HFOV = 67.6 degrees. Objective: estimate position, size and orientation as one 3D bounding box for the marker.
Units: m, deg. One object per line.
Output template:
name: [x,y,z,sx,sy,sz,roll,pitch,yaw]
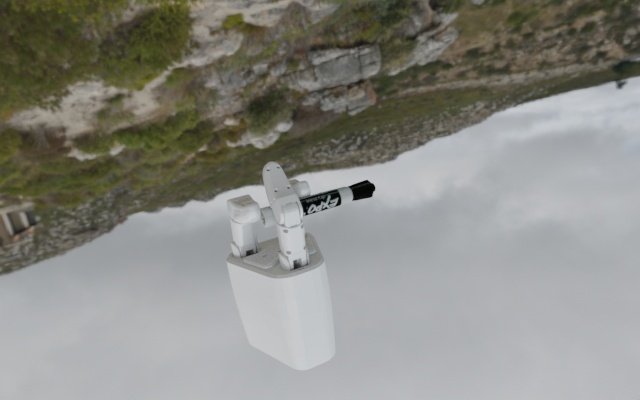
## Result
marker: [0.000,0.001,0.466,0.121,0.020,0.020,-16,6,-22]
